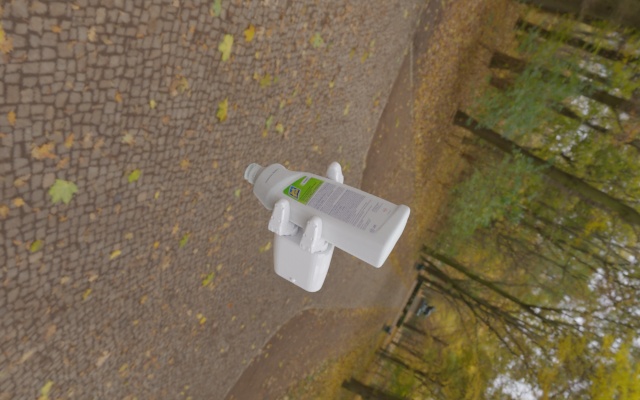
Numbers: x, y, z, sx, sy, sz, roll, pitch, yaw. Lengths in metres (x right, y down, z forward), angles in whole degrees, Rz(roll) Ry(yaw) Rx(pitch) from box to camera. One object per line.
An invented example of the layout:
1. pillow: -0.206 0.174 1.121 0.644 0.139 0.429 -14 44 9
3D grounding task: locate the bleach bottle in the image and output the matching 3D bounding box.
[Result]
1. bleach bottle: 0.000 0.002 0.724 0.251 0.068 0.102 27 48 16
